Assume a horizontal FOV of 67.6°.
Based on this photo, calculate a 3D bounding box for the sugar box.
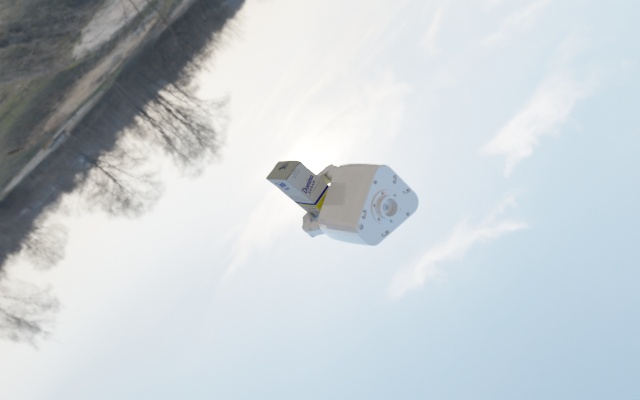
[{"bbox_3d":[0.001,0.002,0.790,0.176,0.048,0.093,43,-15,-23],"label":"sugar box"}]
